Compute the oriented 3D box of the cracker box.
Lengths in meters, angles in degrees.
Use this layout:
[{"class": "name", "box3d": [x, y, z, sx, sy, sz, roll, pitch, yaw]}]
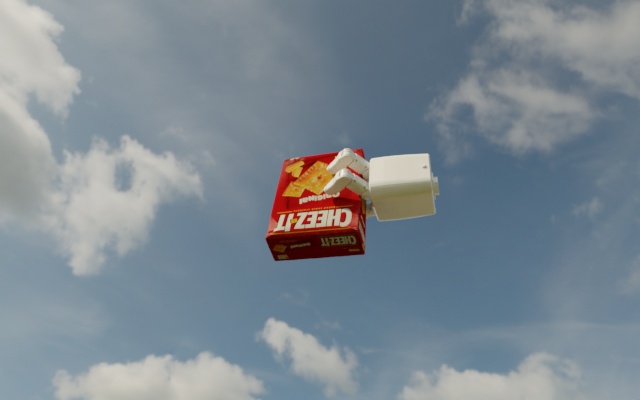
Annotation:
[{"class": "cracker box", "box3d": [0.000, 0.003, 0.878, 0.164, 0.072, 0.213, -6, 43, 14]}]
